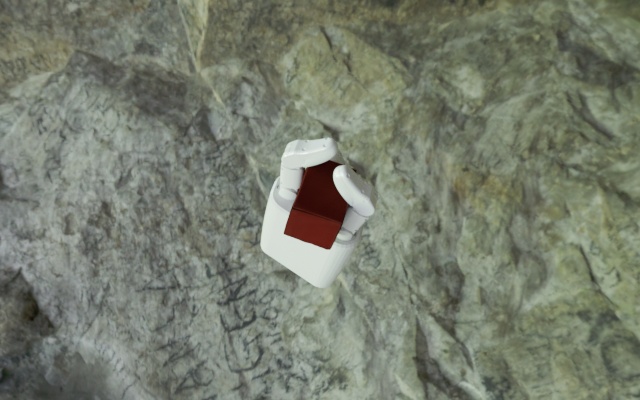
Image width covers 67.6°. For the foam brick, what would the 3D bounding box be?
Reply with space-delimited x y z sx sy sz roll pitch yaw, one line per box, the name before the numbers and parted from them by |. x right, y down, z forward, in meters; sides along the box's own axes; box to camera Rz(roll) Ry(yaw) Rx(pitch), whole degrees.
foam brick | 0.000 0.002 0.493 0.053 0.078 0.051 20 -40 -2
